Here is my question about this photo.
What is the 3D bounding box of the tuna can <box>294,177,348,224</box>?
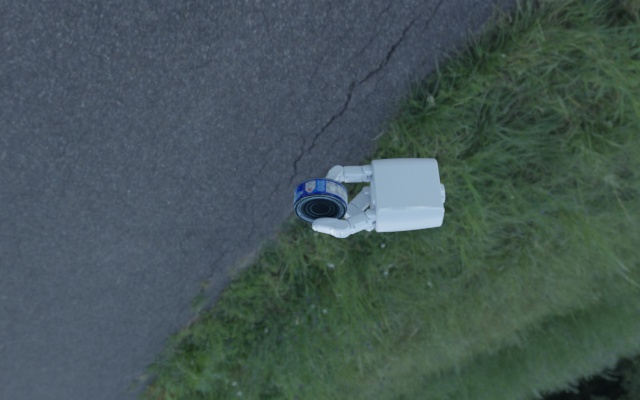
[{"bbox_3d":[0.000,0.003,0.755,0.086,0.033,0.086,1,-35,1],"label":"tuna can"}]
